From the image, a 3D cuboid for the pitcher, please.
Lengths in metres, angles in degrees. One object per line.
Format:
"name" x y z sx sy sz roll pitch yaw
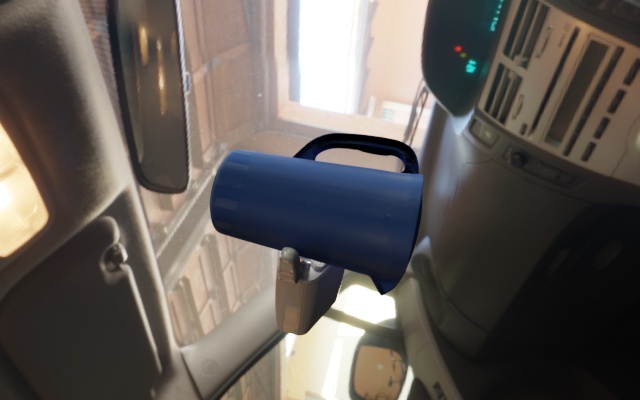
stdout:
"pitcher" 0.000 0.002 0.581 0.243 0.145 0.149 12 33 8
